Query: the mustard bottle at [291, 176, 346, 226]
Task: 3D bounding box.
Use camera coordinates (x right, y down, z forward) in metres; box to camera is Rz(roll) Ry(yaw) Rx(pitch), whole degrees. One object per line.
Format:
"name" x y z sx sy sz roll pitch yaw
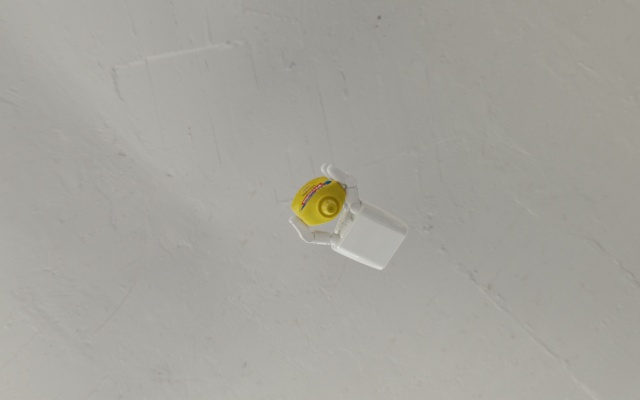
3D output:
"mustard bottle" 0.000 0.003 0.894 0.096 0.058 0.191 -41 13 -4
